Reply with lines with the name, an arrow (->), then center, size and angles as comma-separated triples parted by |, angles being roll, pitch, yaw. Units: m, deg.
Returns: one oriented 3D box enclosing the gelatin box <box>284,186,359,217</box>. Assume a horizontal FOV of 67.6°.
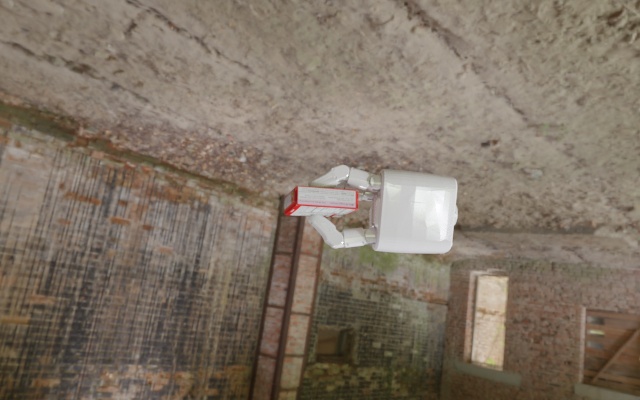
gelatin box -> 0.000, 0.003, 0.663 | 0.089, 0.030, 0.073 | 3, -12, -16
